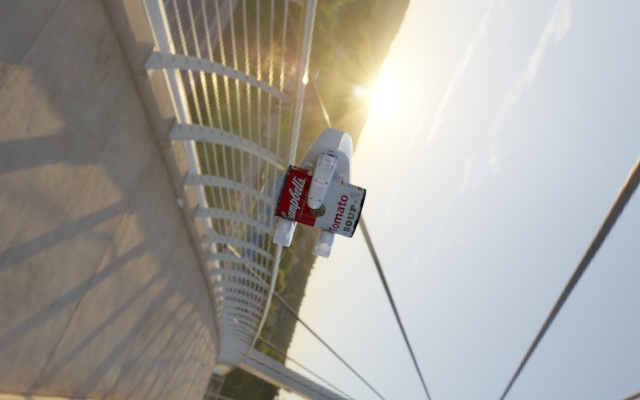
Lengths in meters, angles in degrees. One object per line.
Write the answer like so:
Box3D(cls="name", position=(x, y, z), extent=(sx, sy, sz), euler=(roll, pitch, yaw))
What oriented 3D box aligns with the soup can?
Box3D(cls="soup can", position=(0.000, 0.002, 0.601), extent=(0.102, 0.068, 0.068), euler=(17, 0, 0))
